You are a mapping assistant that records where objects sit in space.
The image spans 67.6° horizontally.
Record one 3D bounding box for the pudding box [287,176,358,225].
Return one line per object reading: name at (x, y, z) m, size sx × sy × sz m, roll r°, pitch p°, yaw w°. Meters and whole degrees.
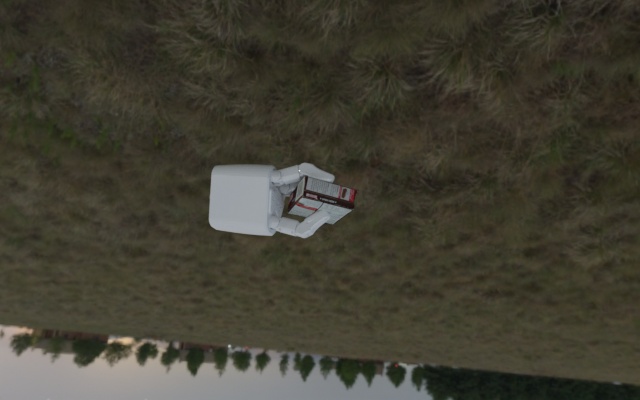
pudding box at (0.000, 0.003, 0.797) m, size 0.090 × 0.039 × 0.113 m, roll 14°, pitch -17°, yaw -12°
